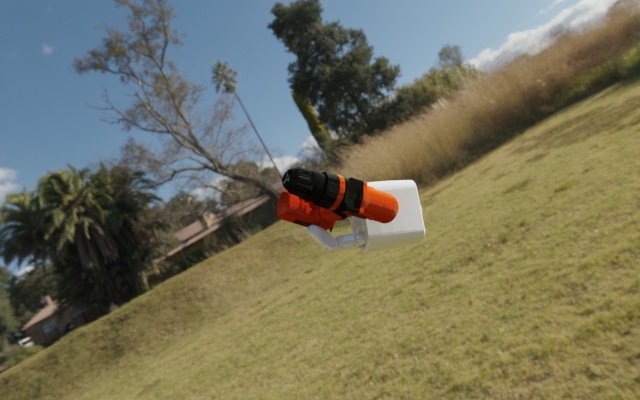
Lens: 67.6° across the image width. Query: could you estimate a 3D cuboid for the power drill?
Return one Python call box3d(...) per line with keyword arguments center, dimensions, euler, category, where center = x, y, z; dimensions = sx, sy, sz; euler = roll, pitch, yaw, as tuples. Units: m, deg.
box3d(center=(0.000, 0.003, 0.745), dimensions=(0.184, 0.057, 0.187), euler=(18, -14, -24), category="power drill")
